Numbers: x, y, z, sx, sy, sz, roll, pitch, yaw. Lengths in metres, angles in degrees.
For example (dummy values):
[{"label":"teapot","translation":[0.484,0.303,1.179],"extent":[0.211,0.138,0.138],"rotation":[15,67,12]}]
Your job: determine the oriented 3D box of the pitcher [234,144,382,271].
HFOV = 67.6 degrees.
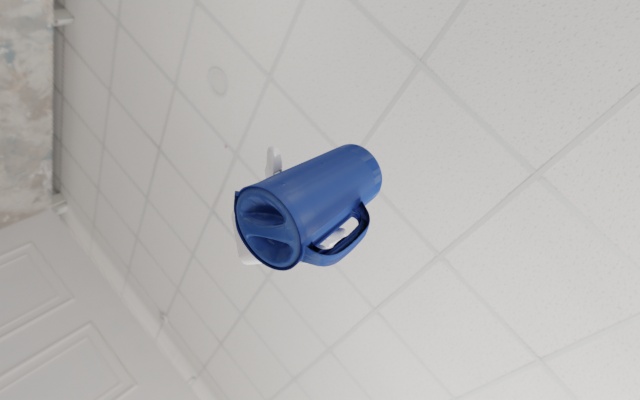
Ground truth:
[{"label":"pitcher","translation":[0.000,0.002,0.748],"extent":[0.145,0.149,0.242],"rotation":[-17,11,46]}]
